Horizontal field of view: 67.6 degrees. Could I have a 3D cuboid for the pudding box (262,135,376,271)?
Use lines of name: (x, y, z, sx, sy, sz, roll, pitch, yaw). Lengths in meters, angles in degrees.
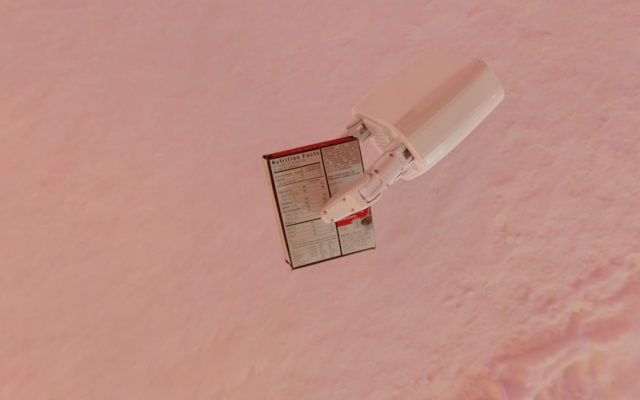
pudding box: (0.000, 0.002, 0.459, 0.090, 0.113, 0.039, -13, 10, -9)
